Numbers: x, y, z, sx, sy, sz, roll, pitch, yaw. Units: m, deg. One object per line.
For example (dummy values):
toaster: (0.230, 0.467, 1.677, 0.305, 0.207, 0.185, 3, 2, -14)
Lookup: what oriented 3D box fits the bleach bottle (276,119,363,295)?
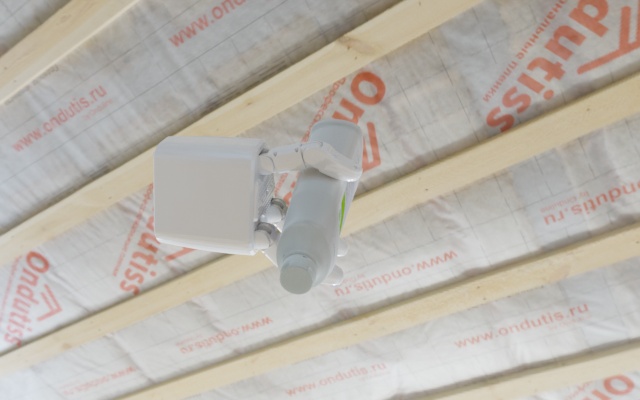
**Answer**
bleach bottle: (0.000, 0.002, 0.498, 0.068, 0.103, 0.250, 5, 28, 8)
